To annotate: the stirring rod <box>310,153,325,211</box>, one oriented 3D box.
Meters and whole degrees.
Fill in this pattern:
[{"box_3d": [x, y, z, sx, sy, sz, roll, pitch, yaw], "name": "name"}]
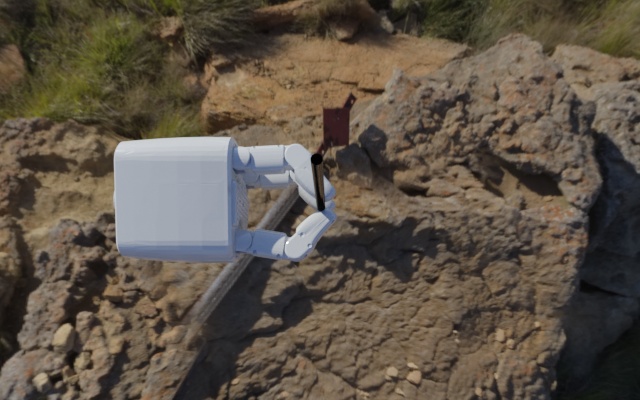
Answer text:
[{"box_3d": [0.000, 0.001, 0.423, 0.011, 0.011, 0.239, 0, -13, 1], "name": "stirring rod"}]
